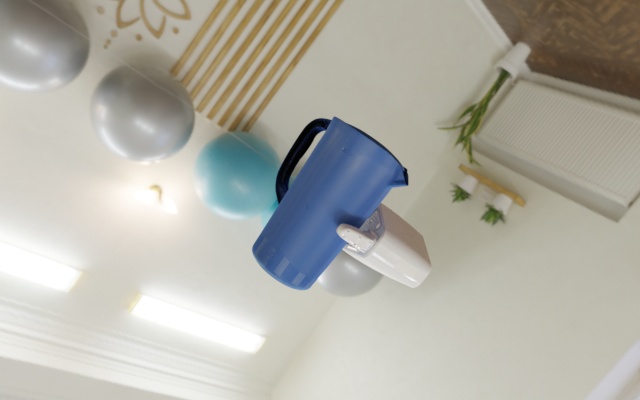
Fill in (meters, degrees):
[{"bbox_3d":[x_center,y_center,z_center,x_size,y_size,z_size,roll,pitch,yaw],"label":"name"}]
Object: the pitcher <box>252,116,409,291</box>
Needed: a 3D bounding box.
[{"bbox_3d":[0.000,0.002,0.709,0.145,0.243,0.149,34,7,-18],"label":"pitcher"}]
